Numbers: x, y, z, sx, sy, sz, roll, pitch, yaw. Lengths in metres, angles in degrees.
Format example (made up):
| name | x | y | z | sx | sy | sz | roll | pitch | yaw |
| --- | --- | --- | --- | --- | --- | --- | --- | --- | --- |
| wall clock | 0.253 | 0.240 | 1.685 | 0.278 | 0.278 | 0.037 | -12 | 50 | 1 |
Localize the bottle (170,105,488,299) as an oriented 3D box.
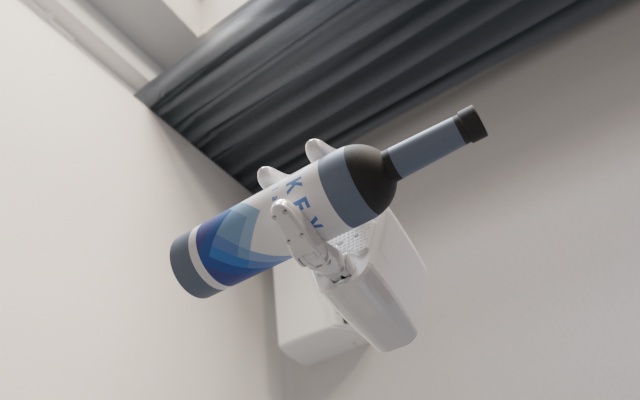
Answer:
| name | x | y | z | sx | sy | sz | roll | pitch | yaw |
| --- | --- | --- | --- | --- | --- | --- | --- | --- | --- |
| bottle | 0.000 | 0.001 | 0.417 | 0.296 | 0.069 | 0.069 | -27 | -10 | 20 |
